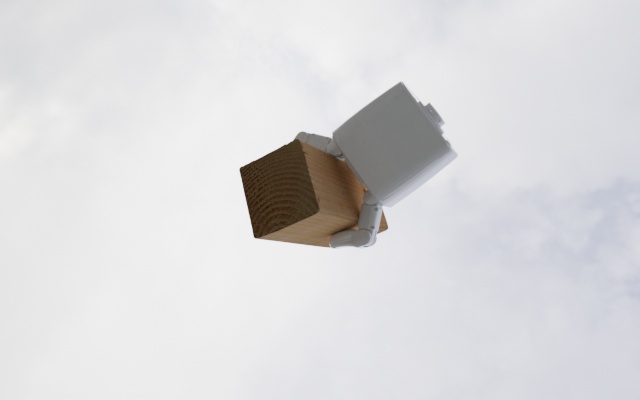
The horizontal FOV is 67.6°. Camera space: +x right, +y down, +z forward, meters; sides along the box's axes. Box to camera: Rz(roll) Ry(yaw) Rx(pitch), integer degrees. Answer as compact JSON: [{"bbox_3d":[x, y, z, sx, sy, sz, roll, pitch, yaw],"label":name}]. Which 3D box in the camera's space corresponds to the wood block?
[{"bbox_3d":[0.001,0.002,0.615,0.090,0.090,0.206,-23,-19,24],"label":"wood block"}]
